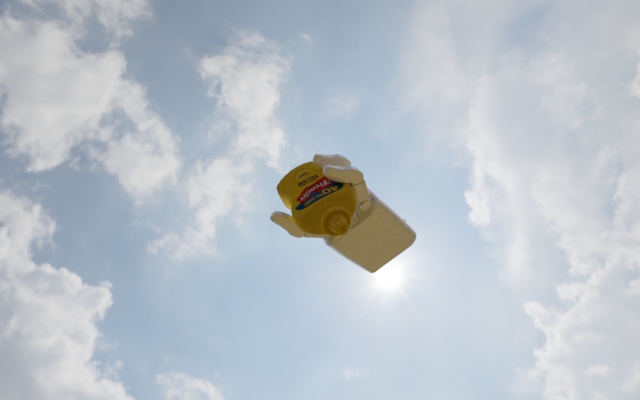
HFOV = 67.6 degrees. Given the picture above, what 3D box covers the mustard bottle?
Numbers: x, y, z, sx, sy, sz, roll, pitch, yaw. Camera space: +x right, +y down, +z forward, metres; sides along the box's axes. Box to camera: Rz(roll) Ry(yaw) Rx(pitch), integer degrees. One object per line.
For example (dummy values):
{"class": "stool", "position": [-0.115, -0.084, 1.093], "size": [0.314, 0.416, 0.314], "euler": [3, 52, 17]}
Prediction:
{"class": "mustard bottle", "position": [0.000, 0.002, 0.709], "size": [0.096, 0.058, 0.191], "euler": [-27, 29, -6]}
